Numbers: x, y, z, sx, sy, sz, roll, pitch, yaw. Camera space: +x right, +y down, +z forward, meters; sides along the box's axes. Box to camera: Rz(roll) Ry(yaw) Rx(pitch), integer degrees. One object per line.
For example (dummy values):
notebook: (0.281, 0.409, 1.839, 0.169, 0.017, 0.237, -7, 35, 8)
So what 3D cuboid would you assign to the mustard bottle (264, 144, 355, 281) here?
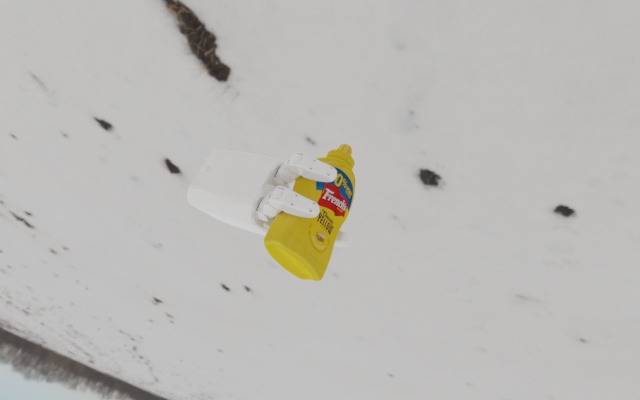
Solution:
mustard bottle: (0.000, 0.002, 0.629, 0.058, 0.191, 0.096, -2, -38, 40)
